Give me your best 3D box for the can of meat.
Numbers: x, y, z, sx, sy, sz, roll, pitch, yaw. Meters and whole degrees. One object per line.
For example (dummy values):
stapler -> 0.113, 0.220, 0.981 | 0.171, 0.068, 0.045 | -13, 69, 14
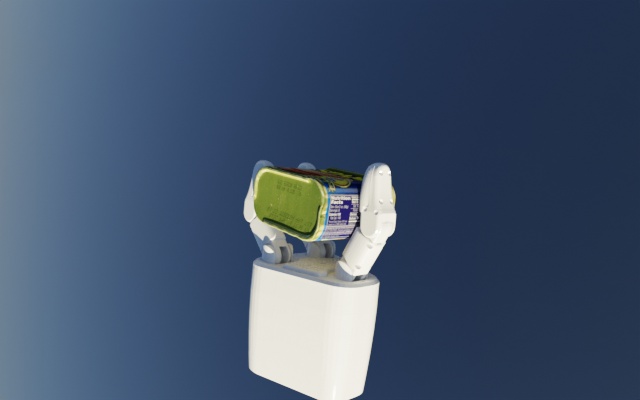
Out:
can of meat -> 0.000, 0.001, 0.428 | 0.084, 0.057, 0.102 | 0, 11, -42
